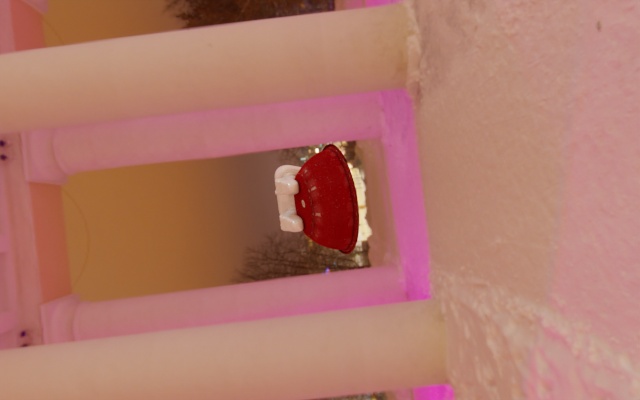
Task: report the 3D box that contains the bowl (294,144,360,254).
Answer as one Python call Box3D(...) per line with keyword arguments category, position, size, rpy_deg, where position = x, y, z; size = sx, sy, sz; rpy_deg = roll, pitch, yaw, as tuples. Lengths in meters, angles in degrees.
Box3D(category="bowl", position=(0.000, 0.002, 0.684), size=(0.055, 0.162, 0.162), rpy_deg=(-9, 3, -17))
